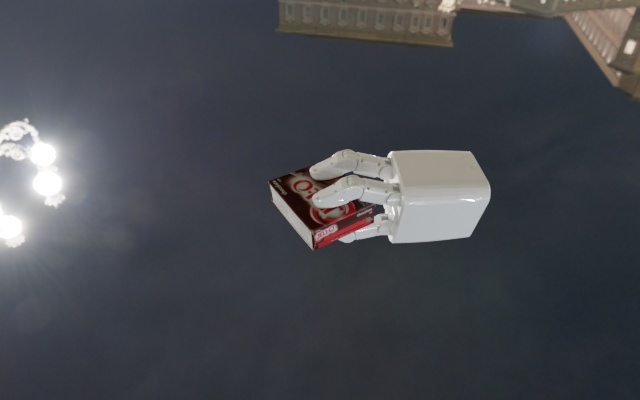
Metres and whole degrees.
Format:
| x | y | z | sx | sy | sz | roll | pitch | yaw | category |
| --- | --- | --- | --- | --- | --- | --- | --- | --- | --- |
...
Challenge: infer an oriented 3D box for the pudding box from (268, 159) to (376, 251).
| x | y | z | sx | sy | sz | roll | pitch | yaw | category |
| --- | --- | --- | --- | --- | --- | --- | --- | --- | --- |
| 0.000 | 0.002 | 0.595 | 0.090 | 0.039 | 0.113 | -22 | 42 | -23 | pudding box |
